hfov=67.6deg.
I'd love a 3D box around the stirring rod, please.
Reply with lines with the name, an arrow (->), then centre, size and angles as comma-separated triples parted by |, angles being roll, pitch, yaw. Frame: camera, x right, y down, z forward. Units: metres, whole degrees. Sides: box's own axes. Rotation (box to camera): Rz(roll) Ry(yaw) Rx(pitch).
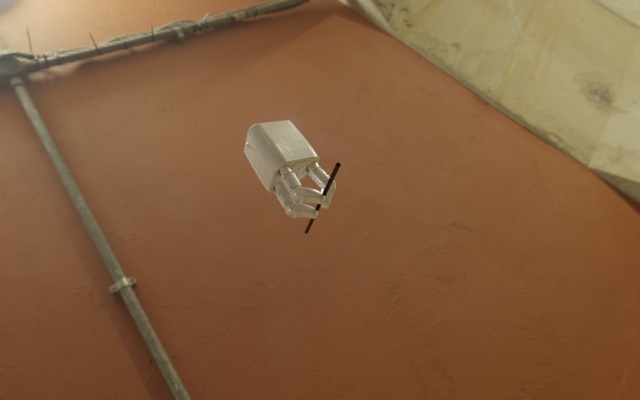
stirring rod -> 0.000, 0.003, 0.889 | 0.011, 0.011, 0.240 | 0, -31, -17
